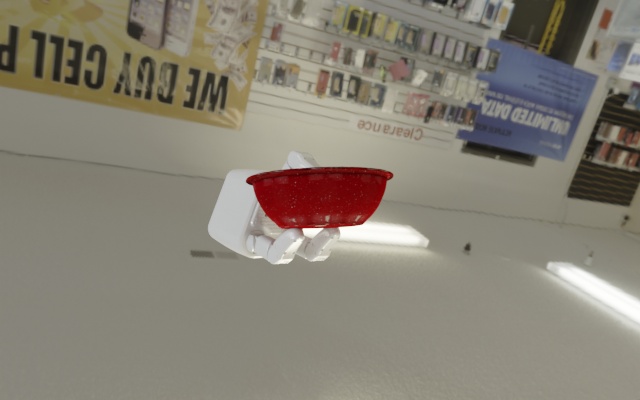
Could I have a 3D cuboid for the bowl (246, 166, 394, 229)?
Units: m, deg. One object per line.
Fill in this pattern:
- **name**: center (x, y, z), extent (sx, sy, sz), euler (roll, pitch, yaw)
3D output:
- **bowl**: center (0.001, 0.002, 0.521), extent (0.162, 0.055, 0.162), euler (-2, -5, 0)
